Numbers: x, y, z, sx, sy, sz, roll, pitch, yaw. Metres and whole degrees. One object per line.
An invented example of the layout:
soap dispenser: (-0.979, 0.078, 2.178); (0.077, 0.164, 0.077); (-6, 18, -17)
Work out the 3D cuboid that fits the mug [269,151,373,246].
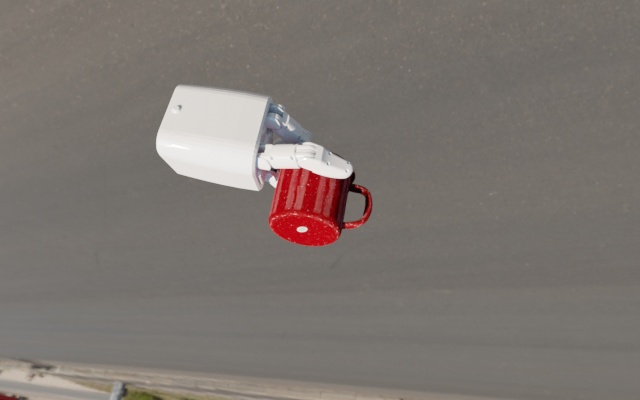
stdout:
mug: (0.001, 0.002, 0.540); (0.117, 0.081, 0.093); (10, -29, 1)
